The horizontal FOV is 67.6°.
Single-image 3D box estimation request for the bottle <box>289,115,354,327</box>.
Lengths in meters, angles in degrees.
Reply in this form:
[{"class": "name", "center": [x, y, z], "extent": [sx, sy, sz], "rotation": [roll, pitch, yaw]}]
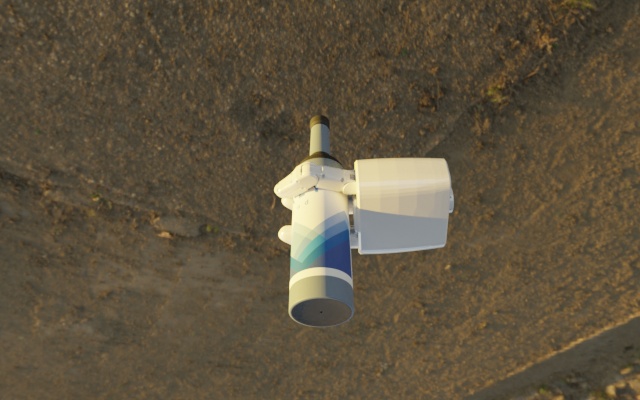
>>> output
[{"class": "bottle", "center": [0.000, 0.002, 0.578], "extent": [0.069, 0.295, 0.069], "rotation": [0, -40, 0]}]
